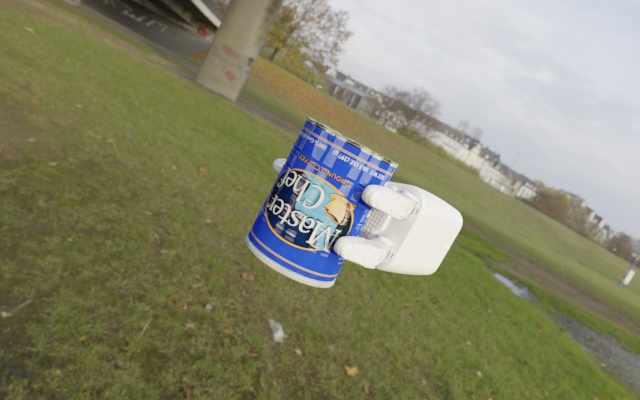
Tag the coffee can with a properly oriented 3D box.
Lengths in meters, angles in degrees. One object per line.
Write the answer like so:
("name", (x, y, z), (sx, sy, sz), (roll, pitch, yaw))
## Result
("coffee can", (0.000, 0.002, 0.484), (0.103, 0.140, 0.103), (27, 9, -4))
